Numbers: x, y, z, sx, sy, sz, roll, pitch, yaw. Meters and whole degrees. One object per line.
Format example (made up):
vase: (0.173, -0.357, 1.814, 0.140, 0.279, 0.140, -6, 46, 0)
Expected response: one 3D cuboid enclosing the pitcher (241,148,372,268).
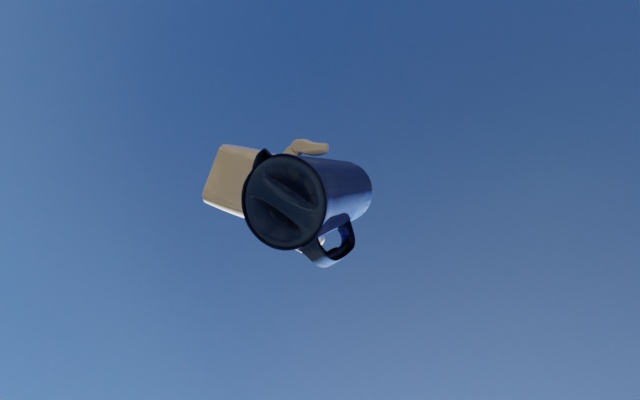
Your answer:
pitcher: (0.000, 0.002, 0.749, 0.145, 0.149, 0.243, 14, 11, 23)
